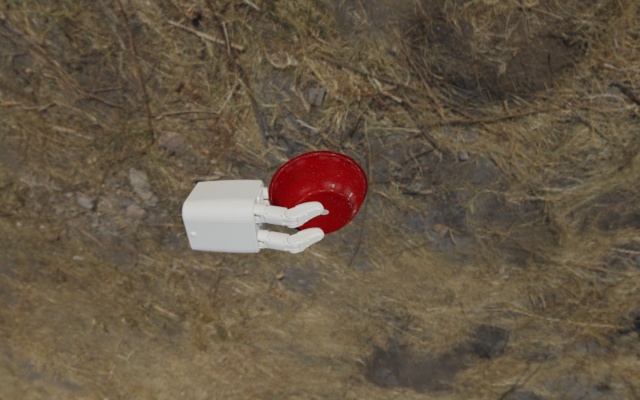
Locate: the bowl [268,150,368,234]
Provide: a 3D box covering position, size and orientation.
[{"bbox_3d":[0.001,0.002,0.747,0.162,0.162,0.055,0,41,-10],"label":"bowl"}]
